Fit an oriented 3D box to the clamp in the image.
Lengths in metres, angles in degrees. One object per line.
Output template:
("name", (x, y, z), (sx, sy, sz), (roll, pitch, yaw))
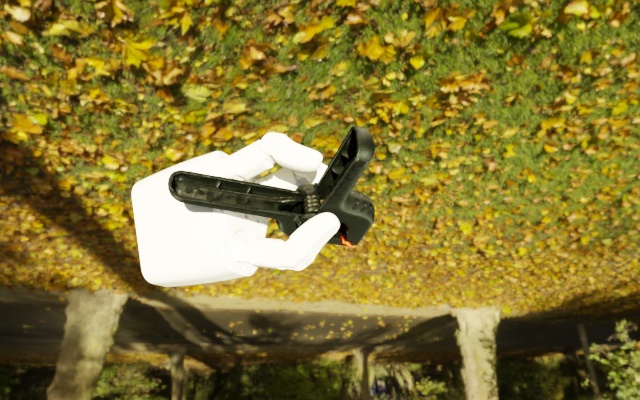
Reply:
("clamp", (0.000, 0.002, 0.418), (0.164, 0.036, 0.210), (-13, -24, 26))
